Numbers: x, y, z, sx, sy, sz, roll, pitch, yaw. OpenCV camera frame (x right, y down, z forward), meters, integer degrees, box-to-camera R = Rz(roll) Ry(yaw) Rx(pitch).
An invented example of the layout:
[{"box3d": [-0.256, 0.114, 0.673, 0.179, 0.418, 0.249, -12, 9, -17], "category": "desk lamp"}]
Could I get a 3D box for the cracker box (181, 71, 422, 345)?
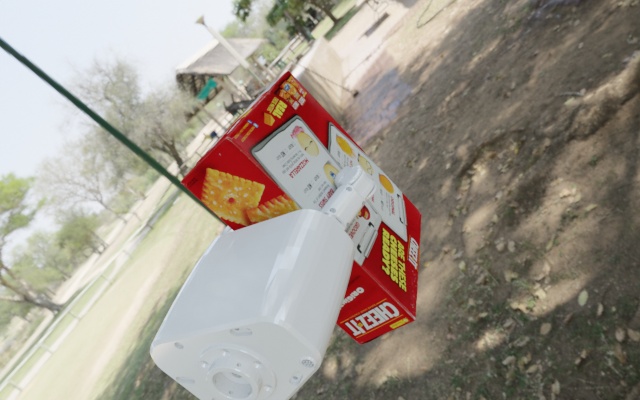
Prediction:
[{"box3d": [0.000, 0.001, 0.446, 0.072, 0.214, 0.164, -36, 18, 30], "category": "cracker box"}]
